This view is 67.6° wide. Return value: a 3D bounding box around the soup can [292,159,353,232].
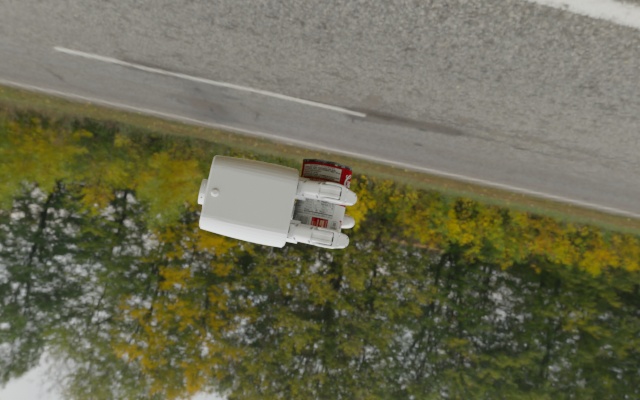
[{"bbox_3d":[0.000,0.002,0.628,0.068,0.102,0.068,11,-4,1],"label":"soup can"}]
